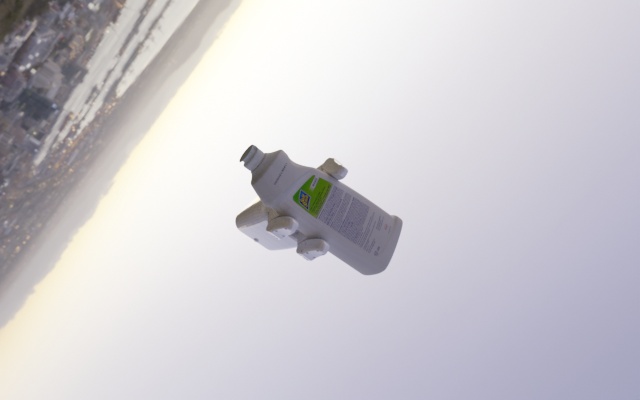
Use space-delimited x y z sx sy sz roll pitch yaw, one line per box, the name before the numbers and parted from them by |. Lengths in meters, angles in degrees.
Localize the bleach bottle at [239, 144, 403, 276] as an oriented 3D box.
bleach bottle | 0.000 0.002 0.663 0.251 0.102 0.068 37 -32 -22
